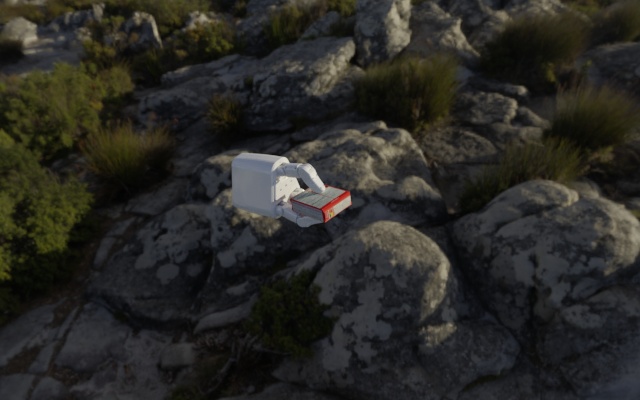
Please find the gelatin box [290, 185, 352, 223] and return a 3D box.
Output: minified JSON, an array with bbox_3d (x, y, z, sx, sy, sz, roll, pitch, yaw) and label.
[{"bbox_3d":[0.000,0.003,0.874,0.089,0.030,0.073,17,38,43],"label":"gelatin box"}]
